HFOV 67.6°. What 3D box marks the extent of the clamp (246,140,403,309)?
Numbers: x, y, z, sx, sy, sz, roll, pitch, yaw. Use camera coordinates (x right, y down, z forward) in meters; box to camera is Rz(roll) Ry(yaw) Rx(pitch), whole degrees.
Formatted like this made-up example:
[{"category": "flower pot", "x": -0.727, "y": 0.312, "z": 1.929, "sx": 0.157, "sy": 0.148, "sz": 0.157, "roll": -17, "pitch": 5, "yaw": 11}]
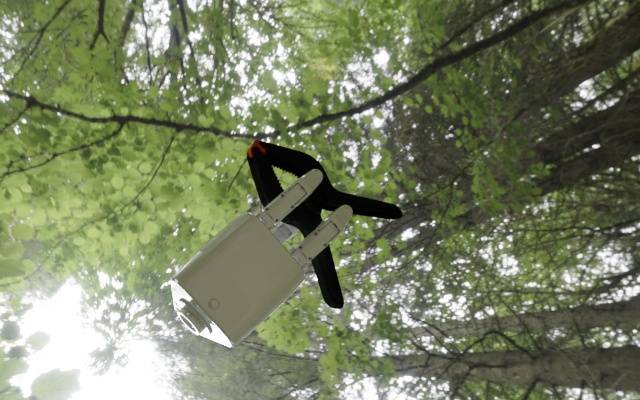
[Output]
[{"category": "clamp", "x": -0.001, "y": 0.002, "z": 0.580, "sx": 0.164, "sy": 0.210, "sz": 0.036, "roll": -43, "pitch": 4, "yaw": -33}]
